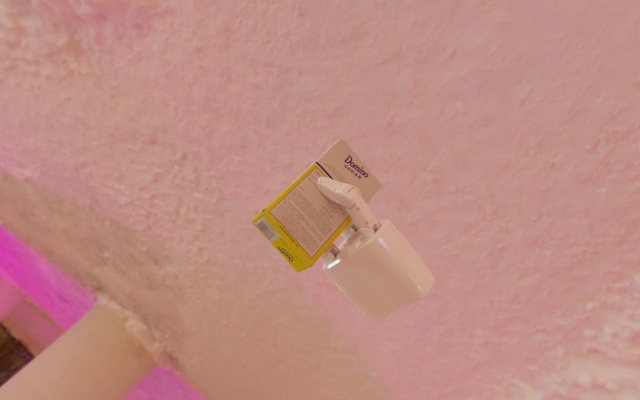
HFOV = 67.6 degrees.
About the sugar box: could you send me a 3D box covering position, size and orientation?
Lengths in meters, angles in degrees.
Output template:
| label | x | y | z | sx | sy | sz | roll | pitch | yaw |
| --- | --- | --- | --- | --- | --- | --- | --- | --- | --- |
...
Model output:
| label | x | y | z | sx | sy | sz | roll | pitch | yaw |
| --- | --- | --- | --- | --- | --- | --- | --- | --- | --- |
| sugar box | 0.000 | 0.002 | 0.644 | 0.176 | 0.093 | 0.048 | -45 | 7 | -37 |
